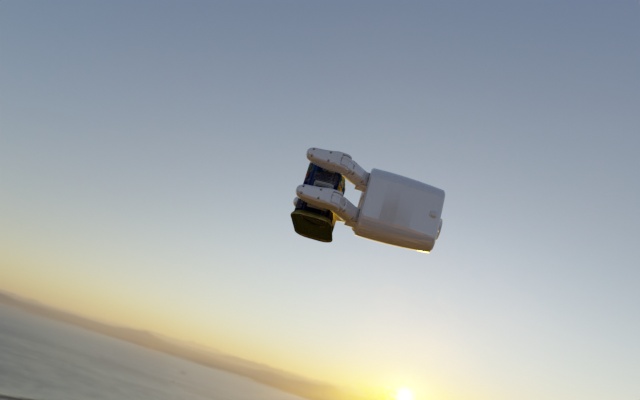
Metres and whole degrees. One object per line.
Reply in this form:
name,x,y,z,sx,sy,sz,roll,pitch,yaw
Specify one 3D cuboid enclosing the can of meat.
can of meat,0.000,0.002,0.670,0.057,0.084,0.102,15,-20,8
